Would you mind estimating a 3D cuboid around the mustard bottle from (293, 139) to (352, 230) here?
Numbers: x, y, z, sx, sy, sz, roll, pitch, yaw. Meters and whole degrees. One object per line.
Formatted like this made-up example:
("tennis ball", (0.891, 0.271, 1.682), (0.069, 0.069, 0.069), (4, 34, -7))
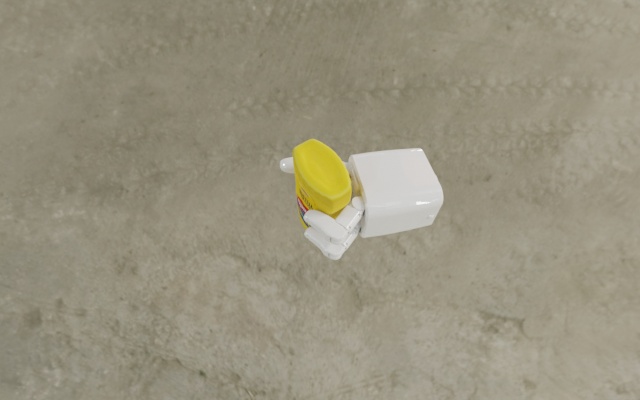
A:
("mustard bottle", (0.000, 0.002, 0.682), (0.058, 0.096, 0.192), (-31, -23, -16))
